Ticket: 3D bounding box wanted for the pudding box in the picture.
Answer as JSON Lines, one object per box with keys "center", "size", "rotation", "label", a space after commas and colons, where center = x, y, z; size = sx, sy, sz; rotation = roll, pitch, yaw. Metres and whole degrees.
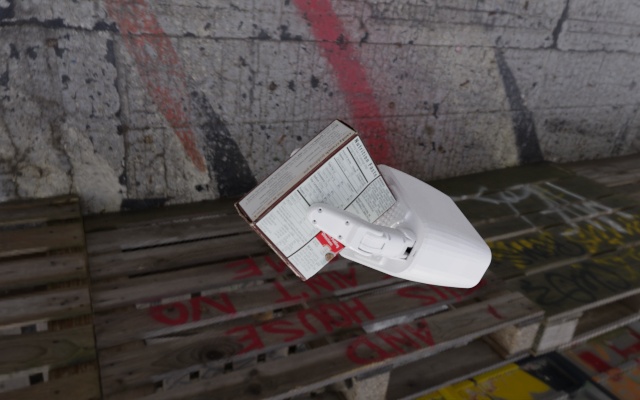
{"center": [0.000, 0.001, 0.401], "size": [0.039, 0.113, 0.090], "rotation": [40, -10, 50], "label": "pudding box"}
